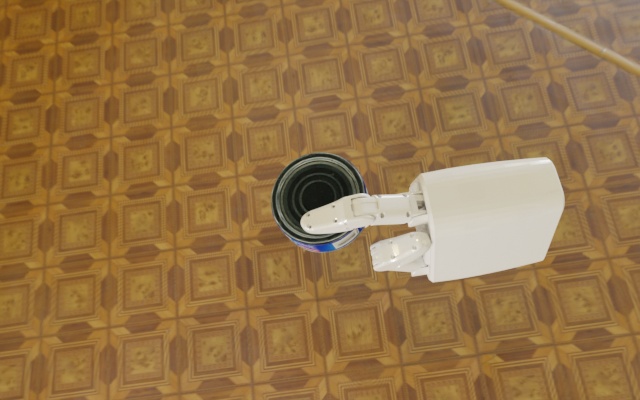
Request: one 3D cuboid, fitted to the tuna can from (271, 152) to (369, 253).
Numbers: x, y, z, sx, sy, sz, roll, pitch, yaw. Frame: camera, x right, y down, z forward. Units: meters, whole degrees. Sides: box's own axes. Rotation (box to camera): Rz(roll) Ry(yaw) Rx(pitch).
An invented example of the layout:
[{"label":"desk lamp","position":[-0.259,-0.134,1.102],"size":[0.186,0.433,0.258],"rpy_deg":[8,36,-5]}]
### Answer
[{"label":"tuna can","position":[0.000,0.001,0.424],"size":[0.086,0.086,0.034],"rpy_deg":[0,-17,11]}]
